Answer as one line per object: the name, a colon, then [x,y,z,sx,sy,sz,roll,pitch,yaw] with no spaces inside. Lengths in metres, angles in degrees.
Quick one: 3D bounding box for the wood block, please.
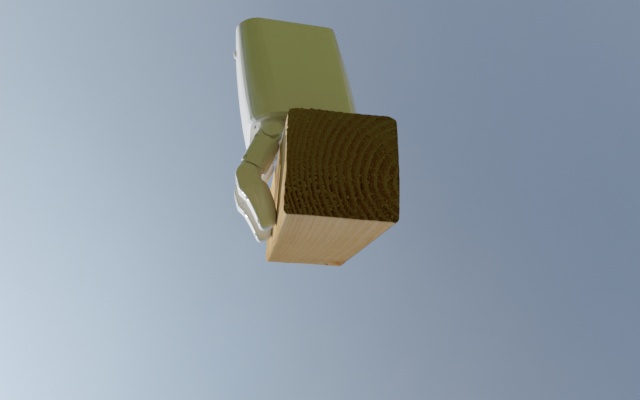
wood block: [0.000,0.001,0.462,0.091,0.090,0.206,4,-17,-9]
